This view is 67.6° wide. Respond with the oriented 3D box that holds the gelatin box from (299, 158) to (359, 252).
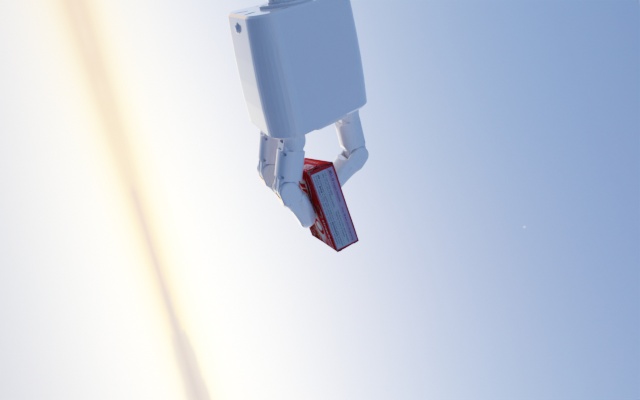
[{"bbox_3d":[0.001,0.002,0.494,0.030,0.089,0.073,-25,17,-16],"label":"gelatin box"}]
